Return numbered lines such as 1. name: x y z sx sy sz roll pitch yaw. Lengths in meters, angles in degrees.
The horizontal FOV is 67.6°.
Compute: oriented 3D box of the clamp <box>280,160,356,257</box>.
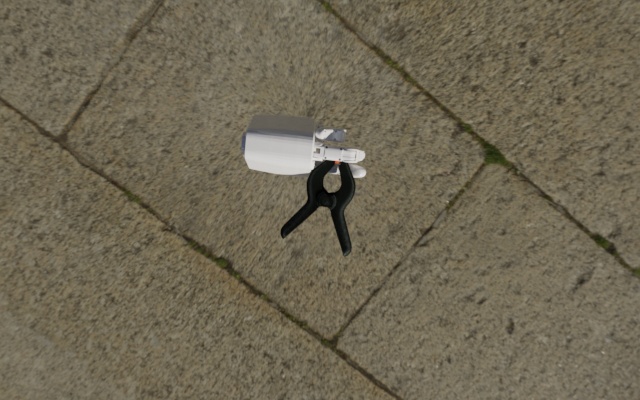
1. clamp: 0.000 0.003 0.777 0.120 0.171 0.039 6 9 -2
